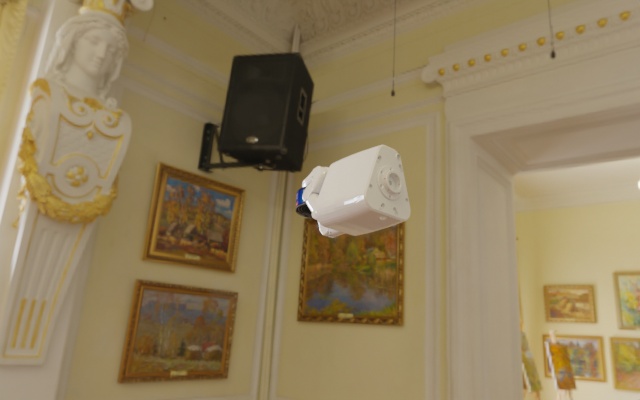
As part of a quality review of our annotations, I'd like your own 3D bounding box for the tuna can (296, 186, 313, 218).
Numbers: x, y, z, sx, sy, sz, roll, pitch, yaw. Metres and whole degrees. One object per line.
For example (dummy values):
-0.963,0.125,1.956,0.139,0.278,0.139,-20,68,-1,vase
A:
0.000,0.002,0.822,0.086,0.033,0.086,0,-20,0,tuna can
